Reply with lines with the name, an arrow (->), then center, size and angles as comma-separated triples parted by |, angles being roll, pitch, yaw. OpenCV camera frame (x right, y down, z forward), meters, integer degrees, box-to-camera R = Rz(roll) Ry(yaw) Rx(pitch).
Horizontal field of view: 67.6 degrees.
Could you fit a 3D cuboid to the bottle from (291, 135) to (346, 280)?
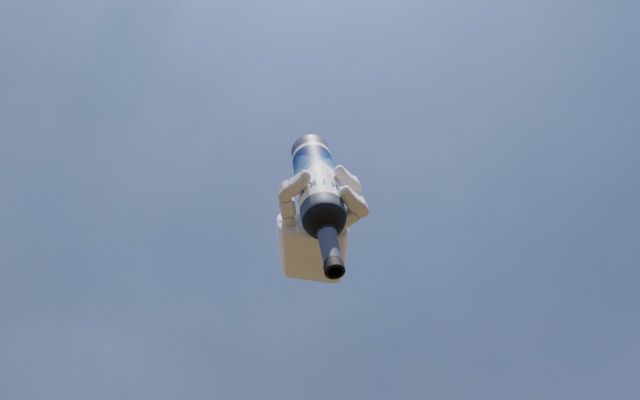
bottle -> 0.000, 0.002, 0.721 | 0.069, 0.069, 0.295 | 0, 37, -9
